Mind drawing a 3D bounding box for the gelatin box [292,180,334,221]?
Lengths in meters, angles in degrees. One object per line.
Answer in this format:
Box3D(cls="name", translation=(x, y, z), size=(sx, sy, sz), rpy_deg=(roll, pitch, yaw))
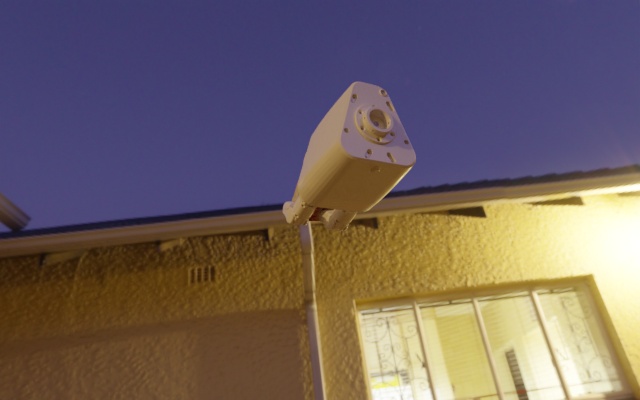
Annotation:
Box3D(cls="gelatin box", translation=(0.000, 0.002, 0.660), size=(0.073, 0.030, 0.089), rpy_deg=(0, -23, -11))
